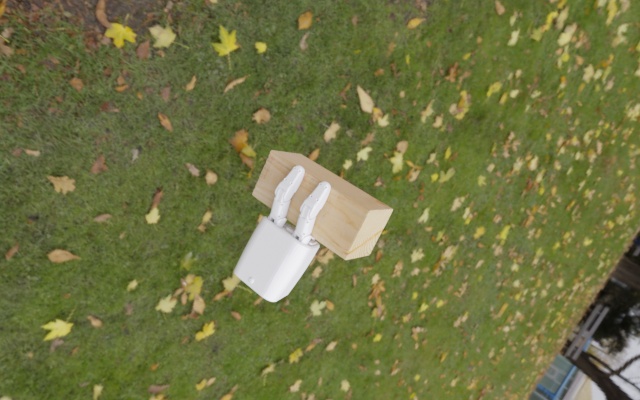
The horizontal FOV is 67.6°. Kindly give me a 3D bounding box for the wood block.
[{"bbox_3d":[0.000,0.003,0.790,0.206,0.090,0.091,33,16,27],"label":"wood block"}]
